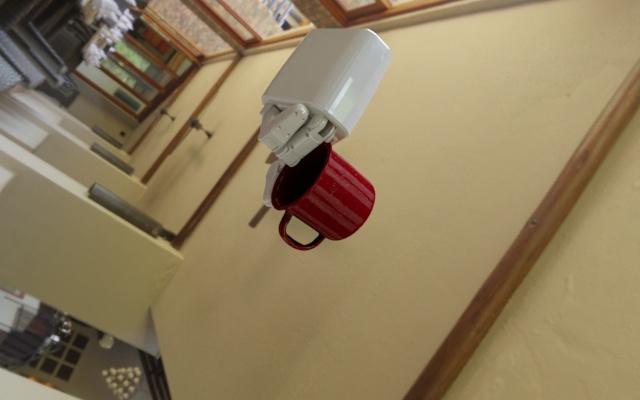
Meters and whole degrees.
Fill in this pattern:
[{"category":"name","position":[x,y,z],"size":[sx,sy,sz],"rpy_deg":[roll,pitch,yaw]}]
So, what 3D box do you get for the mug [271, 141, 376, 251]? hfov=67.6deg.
[{"category":"mug","position":[0.000,0.003,0.523],"size":[0.081,0.117,0.093],"rpy_deg":[37,-13,-28]}]
